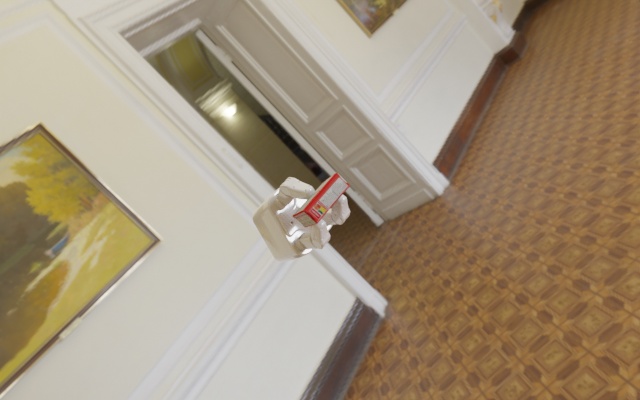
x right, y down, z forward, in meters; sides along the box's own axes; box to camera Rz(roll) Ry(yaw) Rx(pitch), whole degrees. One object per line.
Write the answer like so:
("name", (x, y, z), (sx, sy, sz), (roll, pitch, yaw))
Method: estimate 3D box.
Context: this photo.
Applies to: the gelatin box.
("gelatin box", (0.000, 0.002, 0.694), (0.030, 0.073, 0.089), (43, -15, -4))
